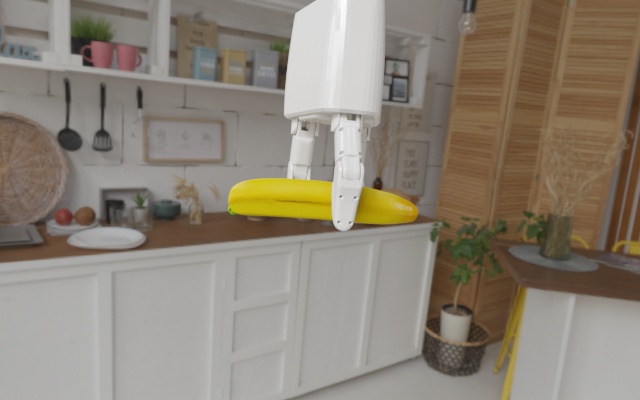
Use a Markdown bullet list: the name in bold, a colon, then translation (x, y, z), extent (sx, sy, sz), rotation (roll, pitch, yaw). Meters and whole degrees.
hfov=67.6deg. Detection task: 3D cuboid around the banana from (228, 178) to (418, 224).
- **banana**: translation (-0.008, 0.000, 0.455), extent (0.198, 0.037, 0.069), rotation (3, -3, 14)
